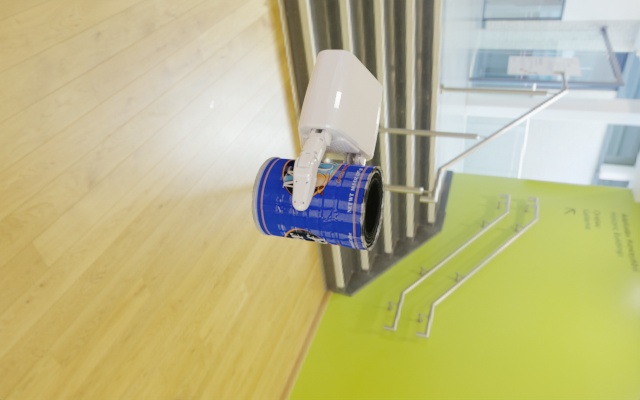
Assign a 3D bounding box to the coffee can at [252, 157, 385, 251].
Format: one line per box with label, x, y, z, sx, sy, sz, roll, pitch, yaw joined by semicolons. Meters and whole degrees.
coffee can;0.000;0.002;0.595;0.140;0.103;0.103;7;2;20
